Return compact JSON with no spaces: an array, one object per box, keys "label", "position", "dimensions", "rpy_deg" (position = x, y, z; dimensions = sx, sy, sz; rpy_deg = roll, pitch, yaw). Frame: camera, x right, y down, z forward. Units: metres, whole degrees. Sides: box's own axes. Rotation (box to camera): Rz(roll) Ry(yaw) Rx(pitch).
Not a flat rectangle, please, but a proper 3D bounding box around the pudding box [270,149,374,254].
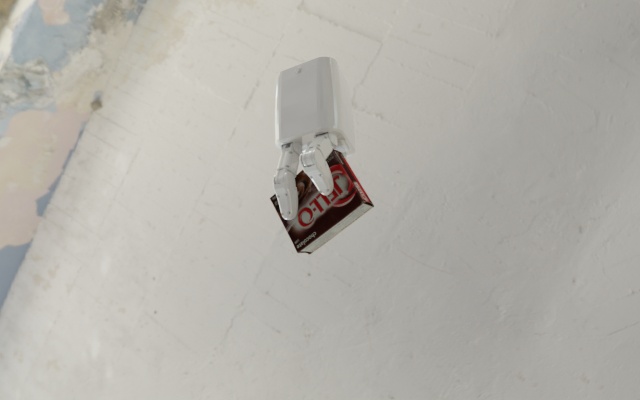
[{"label":"pudding box","position":[0.000,0.002,0.615],"dimensions":[0.113,0.090,0.039],"rpy_deg":[-40,-28,21]}]
